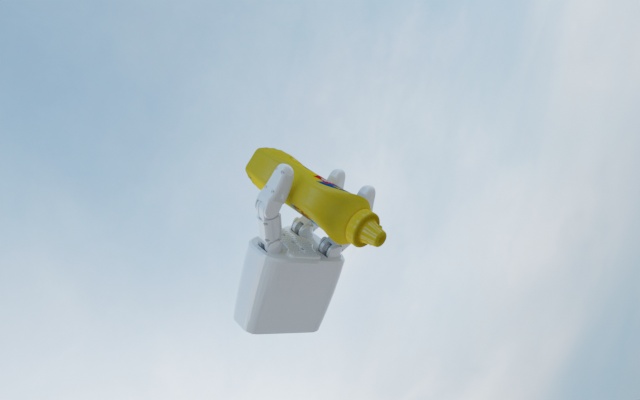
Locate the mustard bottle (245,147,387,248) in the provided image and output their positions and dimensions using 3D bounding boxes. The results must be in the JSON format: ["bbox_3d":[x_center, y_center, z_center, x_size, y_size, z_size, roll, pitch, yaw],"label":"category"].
[{"bbox_3d":[0.000,0.001,0.548,0.191,0.058,0.096,33,0,40],"label":"mustard bottle"}]
